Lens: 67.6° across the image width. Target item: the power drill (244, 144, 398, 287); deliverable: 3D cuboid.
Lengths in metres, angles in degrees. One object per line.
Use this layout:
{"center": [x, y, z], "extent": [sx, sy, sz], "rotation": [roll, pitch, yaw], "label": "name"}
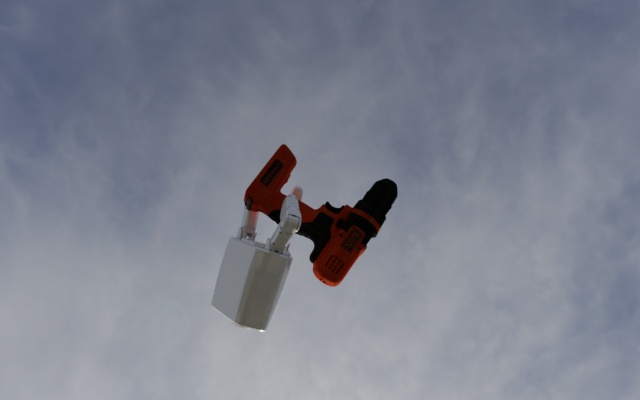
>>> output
{"center": [0.000, 0.002, 0.689], "extent": [0.187, 0.184, 0.057], "rotation": [35, -20, 4], "label": "power drill"}
